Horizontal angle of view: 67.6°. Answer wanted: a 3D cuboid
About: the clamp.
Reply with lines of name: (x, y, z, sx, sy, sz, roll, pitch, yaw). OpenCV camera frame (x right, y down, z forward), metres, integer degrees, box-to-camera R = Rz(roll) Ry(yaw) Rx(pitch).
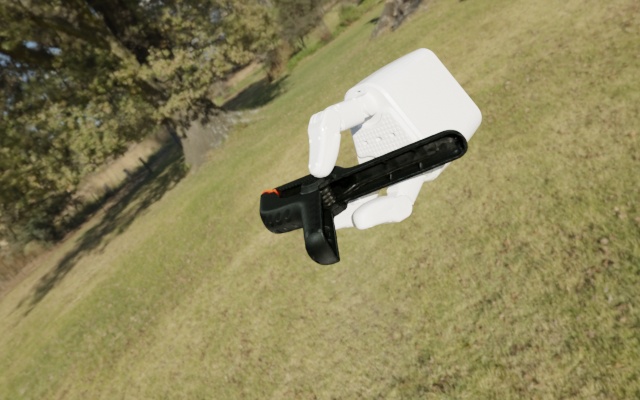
clamp: (0.000, 0.001, 0.408, 0.164, 0.036, 0.210, -38, 18, -36)
